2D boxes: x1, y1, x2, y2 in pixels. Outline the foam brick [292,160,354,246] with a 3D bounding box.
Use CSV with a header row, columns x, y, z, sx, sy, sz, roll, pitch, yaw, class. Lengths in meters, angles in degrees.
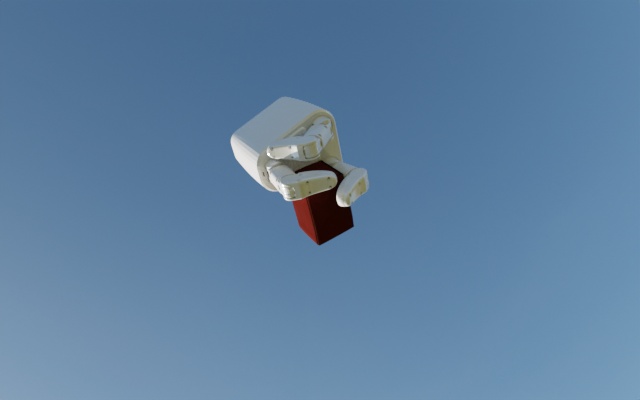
x,y,z,sx,sy,sz,roll,pitch,yaw,class
0.000,0.002,0.569,0.053,0.078,0.051,-25,32,-20,foam brick
